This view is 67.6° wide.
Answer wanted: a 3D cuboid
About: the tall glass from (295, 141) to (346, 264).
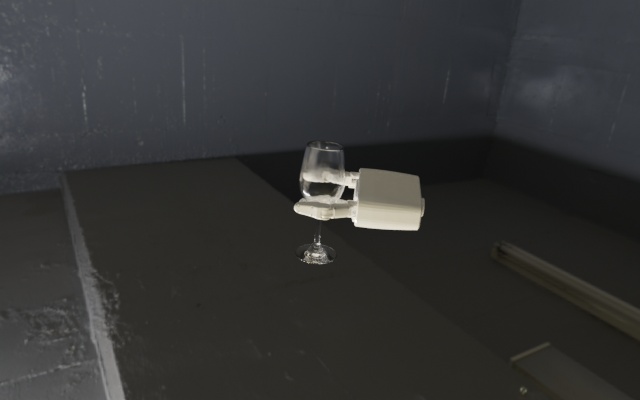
[{"bbox_3d":[0.000,0.003,0.814,0.079,0.201,0.079,4,21,-2],"label":"tall glass"}]
